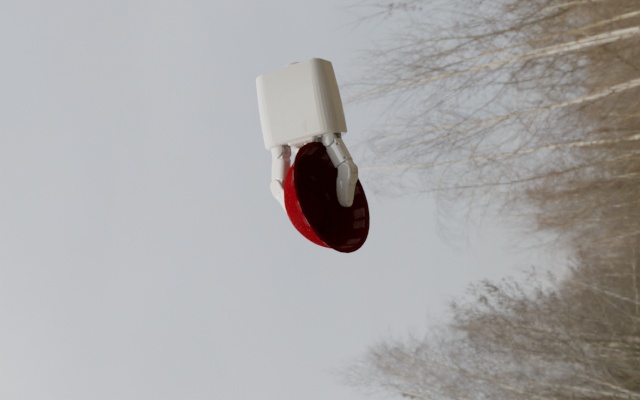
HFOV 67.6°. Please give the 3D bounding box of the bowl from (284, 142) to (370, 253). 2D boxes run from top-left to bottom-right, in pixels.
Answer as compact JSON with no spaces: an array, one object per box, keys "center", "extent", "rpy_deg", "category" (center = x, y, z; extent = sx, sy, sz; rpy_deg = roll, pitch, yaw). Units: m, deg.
[{"center":[0.000,0.004,0.664],"extent":[0.055,0.162,0.162],"rpy_deg":[-24,-15,35],"category":"bowl"}]
